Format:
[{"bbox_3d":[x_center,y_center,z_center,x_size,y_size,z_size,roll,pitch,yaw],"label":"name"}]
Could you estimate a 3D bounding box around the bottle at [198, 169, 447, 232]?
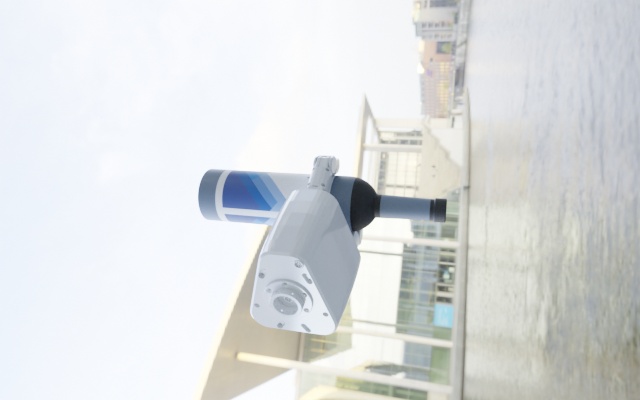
[{"bbox_3d":[0.000,0.002,0.577,0.295,0.069,0.069,4,1,15],"label":"bottle"}]
